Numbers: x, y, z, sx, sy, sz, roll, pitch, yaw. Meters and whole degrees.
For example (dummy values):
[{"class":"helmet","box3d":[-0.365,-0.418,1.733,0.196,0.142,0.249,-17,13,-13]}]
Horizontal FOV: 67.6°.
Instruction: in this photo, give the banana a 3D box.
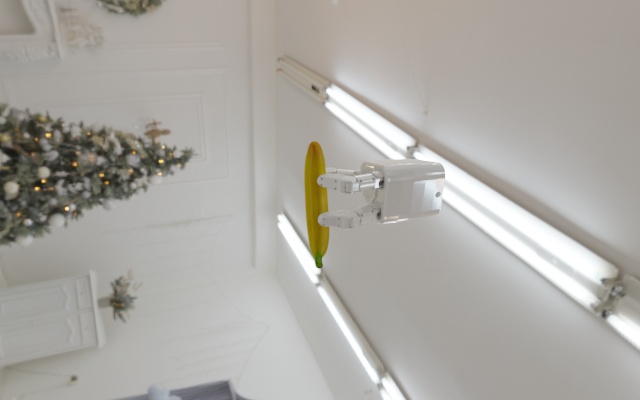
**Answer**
[{"class":"banana","box3d":[-0.004,0.005,0.769,0.037,0.198,0.069,-5,3,-12]}]
